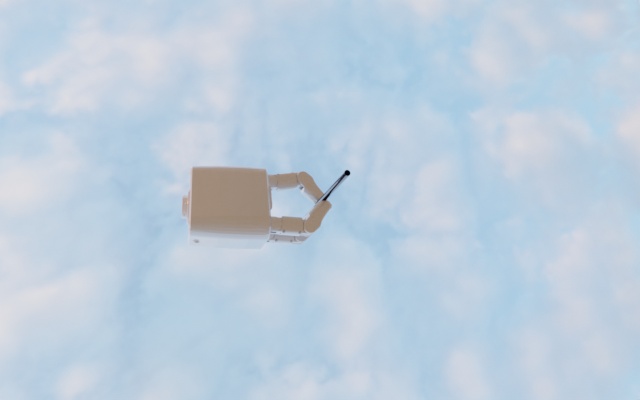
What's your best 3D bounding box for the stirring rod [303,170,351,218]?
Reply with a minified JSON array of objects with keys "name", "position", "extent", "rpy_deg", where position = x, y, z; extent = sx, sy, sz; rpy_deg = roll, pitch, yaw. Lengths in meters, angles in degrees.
[{"name":"stirring rod","position":[0.000,0.002,0.688],"extent":[0.011,0.011,0.239],"rpy_deg":[0,-17,-16]}]
